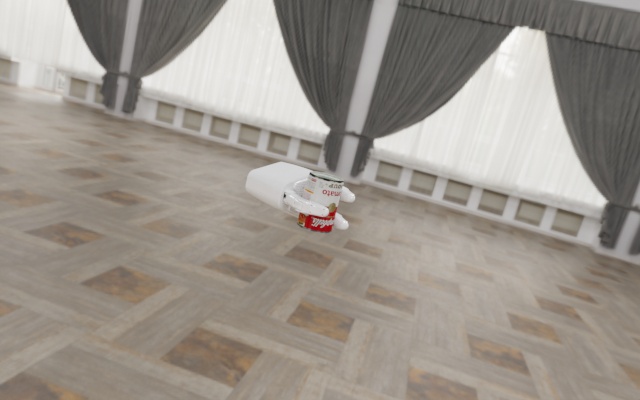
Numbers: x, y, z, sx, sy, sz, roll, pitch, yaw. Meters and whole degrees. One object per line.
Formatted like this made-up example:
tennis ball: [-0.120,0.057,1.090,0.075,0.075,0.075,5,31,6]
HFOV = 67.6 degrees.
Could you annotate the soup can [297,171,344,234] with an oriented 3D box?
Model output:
soup can: [0.000,0.003,0.891,0.068,0.102,0.068,13,11,-3]
